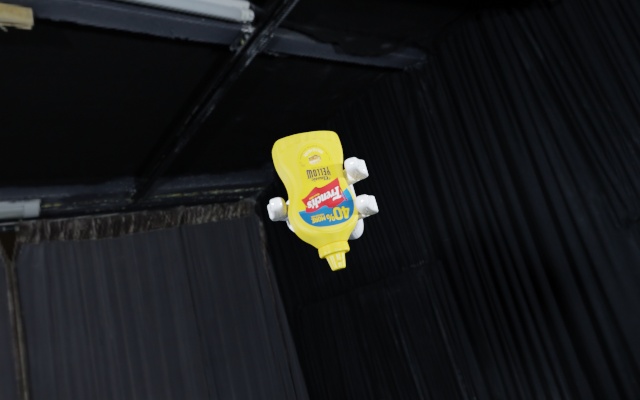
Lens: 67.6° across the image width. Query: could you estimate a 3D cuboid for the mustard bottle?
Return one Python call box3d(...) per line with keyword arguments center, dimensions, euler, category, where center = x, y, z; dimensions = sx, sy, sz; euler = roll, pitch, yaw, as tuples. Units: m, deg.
box3d(center=(0.000, 0.002, 0.660), dimensions=(0.096, 0.191, 0.058), euler=(-11, -15, -18), category="mustard bottle")
